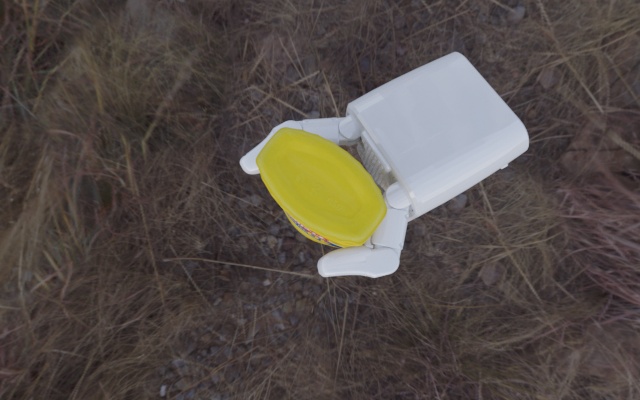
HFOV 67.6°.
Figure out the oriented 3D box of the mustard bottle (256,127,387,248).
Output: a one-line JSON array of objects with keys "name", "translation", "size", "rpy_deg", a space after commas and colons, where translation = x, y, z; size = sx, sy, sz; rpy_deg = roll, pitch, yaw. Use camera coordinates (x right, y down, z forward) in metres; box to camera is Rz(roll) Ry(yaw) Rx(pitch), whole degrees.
[{"name": "mustard bottle", "translation": [0.000, 0.002, 0.409], "size": [0.096, 0.058, 0.191], "rpy_deg": [37, -6, 4]}]
